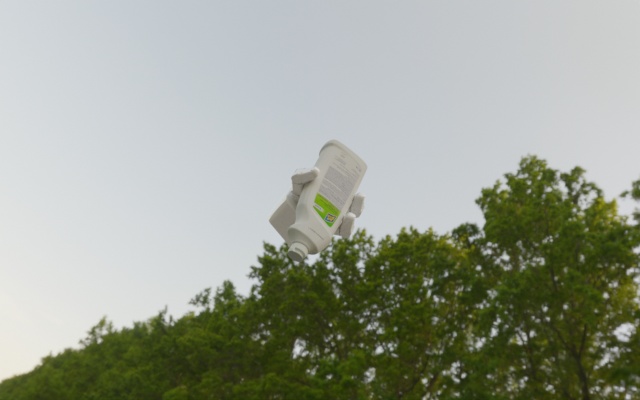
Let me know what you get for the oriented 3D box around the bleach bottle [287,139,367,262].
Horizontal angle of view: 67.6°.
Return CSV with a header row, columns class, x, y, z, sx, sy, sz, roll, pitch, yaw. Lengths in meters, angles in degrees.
class,x,y,z,sx,sy,sz,roll,pitch,yaw
bleach bottle,0.000,0.003,0.876,0.102,0.250,0.068,37,-38,-9
